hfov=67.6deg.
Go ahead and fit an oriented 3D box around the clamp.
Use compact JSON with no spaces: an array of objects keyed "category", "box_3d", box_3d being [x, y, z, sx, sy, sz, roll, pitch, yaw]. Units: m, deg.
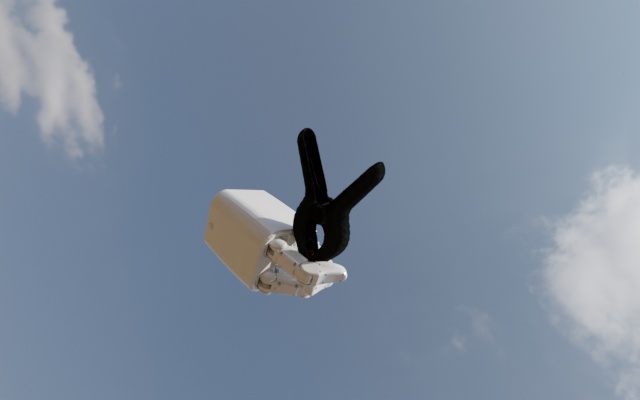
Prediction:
[{"category":"clamp","box_3d":[0.001,0.002,0.566,0.039,0.171,0.120,-7,40,-45]}]
